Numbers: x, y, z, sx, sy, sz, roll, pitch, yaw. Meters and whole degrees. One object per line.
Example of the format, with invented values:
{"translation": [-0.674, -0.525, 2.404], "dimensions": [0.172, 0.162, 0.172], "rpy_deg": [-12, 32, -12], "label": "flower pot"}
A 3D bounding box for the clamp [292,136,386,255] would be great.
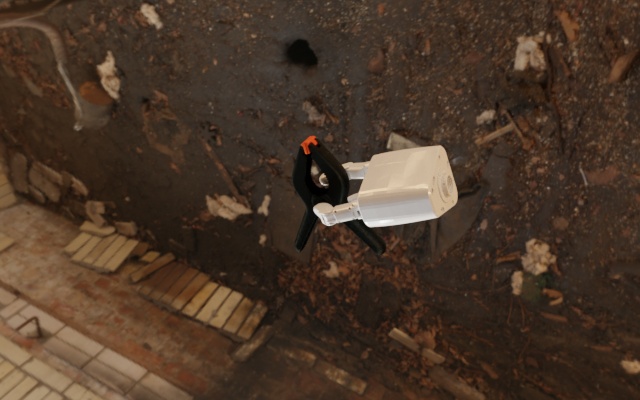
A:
{"translation": [0.000, 0.002, 0.757], "dimensions": [0.164, 0.210, 0.036], "rpy_deg": [-9, 25, 31], "label": "clamp"}
